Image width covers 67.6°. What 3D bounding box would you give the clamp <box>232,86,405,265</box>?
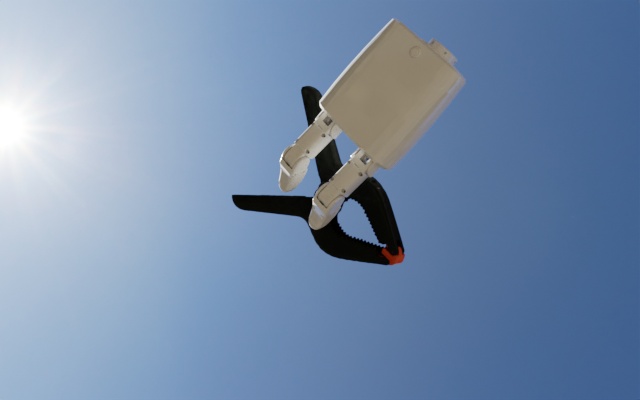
[{"bbox_3d":[0.001,0.002,0.515,0.164,0.210,0.036,-48,-21,19],"label":"clamp"}]
